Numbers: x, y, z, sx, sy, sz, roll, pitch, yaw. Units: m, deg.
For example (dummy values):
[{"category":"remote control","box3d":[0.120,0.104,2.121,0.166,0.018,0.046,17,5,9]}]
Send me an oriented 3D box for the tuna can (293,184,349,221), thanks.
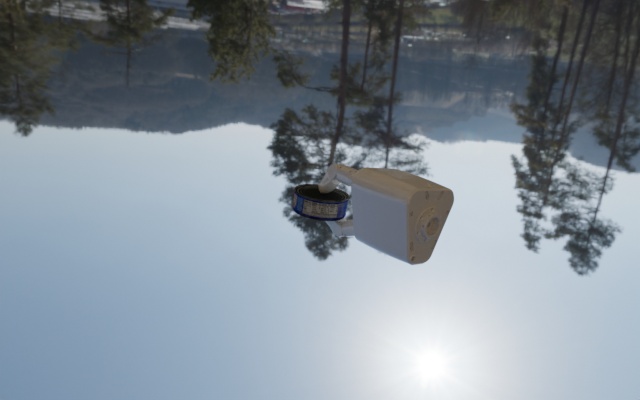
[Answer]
[{"category":"tuna can","box3d":[0.000,0.003,0.741,0.086,0.034,0.086,8,17,-2]}]
